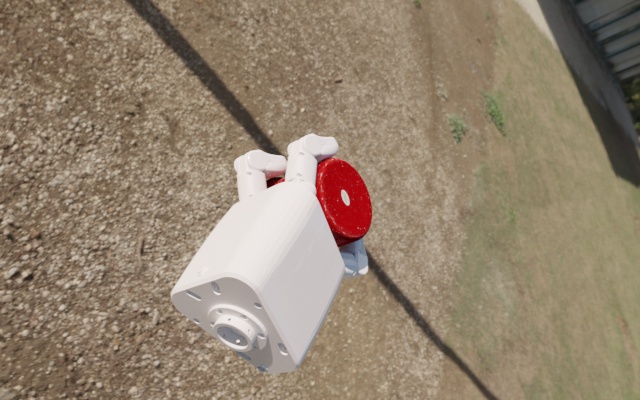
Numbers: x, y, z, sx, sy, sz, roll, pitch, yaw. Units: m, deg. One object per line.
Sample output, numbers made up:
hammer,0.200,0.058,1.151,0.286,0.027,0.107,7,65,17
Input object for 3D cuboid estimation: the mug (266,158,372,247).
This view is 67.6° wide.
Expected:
mug,0.001,0.001,0.473,0.081,0.093,0.117,-21,27,37
